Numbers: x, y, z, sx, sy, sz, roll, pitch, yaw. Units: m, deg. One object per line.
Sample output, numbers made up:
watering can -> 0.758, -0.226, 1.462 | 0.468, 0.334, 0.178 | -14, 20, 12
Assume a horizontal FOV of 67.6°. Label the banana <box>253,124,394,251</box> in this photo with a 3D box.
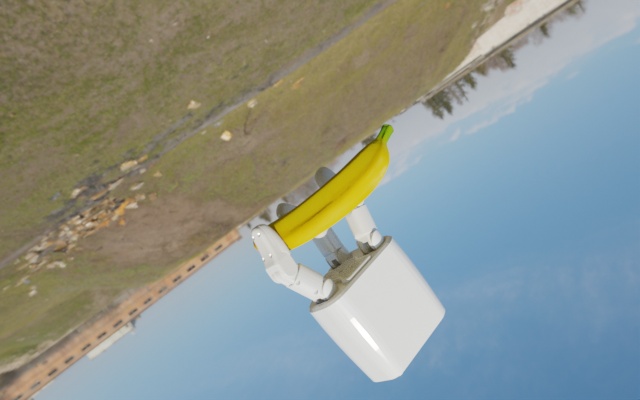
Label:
banana -> 0.000, 0.006, 0.469 | 0.198, 0.037, 0.069 | -39, 11, 21
